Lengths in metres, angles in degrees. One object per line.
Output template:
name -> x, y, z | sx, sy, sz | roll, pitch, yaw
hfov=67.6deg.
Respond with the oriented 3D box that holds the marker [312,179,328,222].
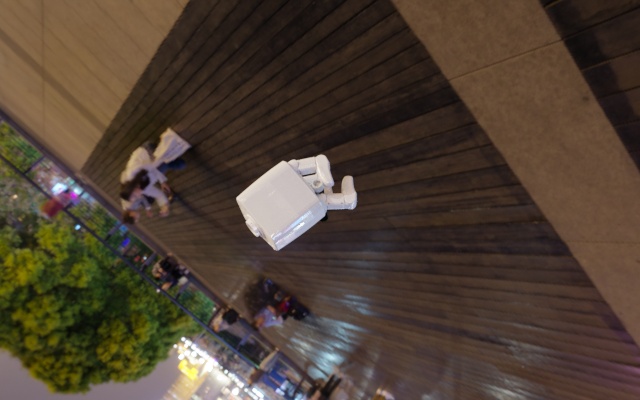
marker -> 0.000, 0.003, 0.847 | 0.020, 0.020, 0.121 | 0, -31, 6
